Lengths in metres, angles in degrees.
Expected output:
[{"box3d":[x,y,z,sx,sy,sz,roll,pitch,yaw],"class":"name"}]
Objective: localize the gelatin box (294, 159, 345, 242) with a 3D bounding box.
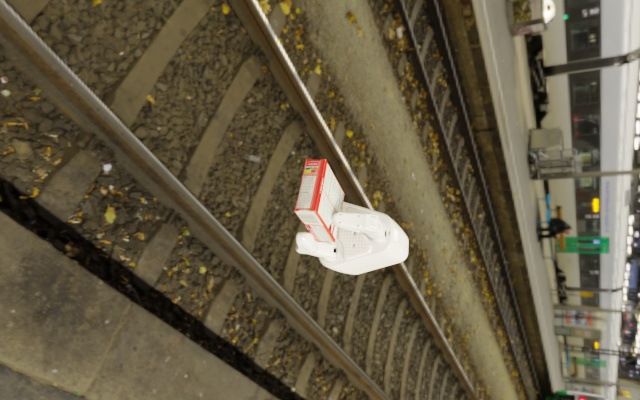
[{"box3d":[0.000,0.002,0.598,0.030,0.073,0.089,1,-29,20],"class":"gelatin box"}]
